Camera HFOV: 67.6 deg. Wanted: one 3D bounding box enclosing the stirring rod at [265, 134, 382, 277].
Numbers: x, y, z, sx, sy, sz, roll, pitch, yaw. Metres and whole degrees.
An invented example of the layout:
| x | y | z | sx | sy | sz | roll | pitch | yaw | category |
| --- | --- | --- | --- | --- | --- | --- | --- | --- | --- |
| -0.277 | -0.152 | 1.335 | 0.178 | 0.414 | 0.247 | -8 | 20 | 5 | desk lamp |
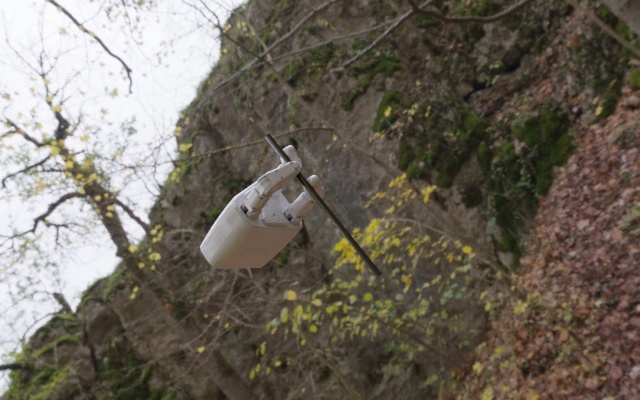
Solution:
| x | y | z | sx | sy | sz | roll | pitch | yaw | category |
| --- | --- | --- | --- | --- | --- | --- | --- | --- | --- |
| 0.000 | 0.002 | 0.621 | 0.011 | 0.239 | 0.011 | -36 | -15 | -11 | stirring rod |
